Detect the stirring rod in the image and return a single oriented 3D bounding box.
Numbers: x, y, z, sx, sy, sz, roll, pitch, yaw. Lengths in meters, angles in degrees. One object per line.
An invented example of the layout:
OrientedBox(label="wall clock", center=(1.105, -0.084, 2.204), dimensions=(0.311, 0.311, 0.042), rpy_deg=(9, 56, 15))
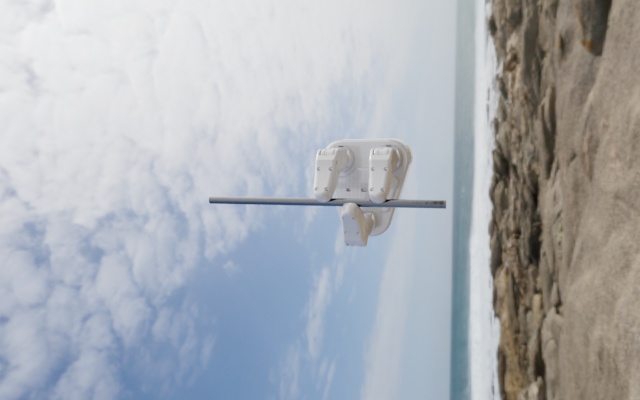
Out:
OrientedBox(label="stirring rod", center=(0.000, 0.002, 0.473), dimensions=(0.239, 0.011, 0.011), rpy_deg=(1, 0, 15))
